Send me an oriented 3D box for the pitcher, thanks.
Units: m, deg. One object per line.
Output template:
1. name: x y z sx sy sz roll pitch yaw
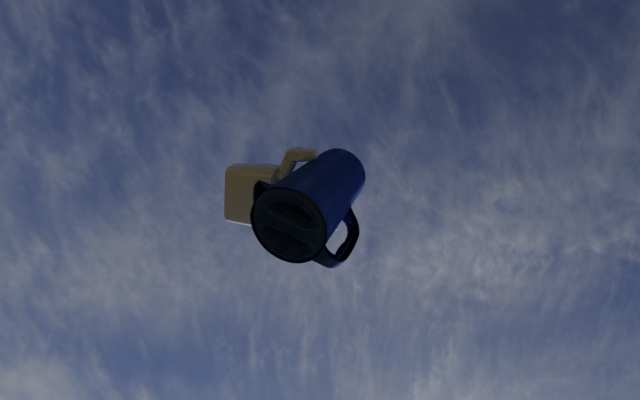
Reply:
1. pitcher: 0.000 0.003 0.831 0.145 0.149 0.242 6 26 23
